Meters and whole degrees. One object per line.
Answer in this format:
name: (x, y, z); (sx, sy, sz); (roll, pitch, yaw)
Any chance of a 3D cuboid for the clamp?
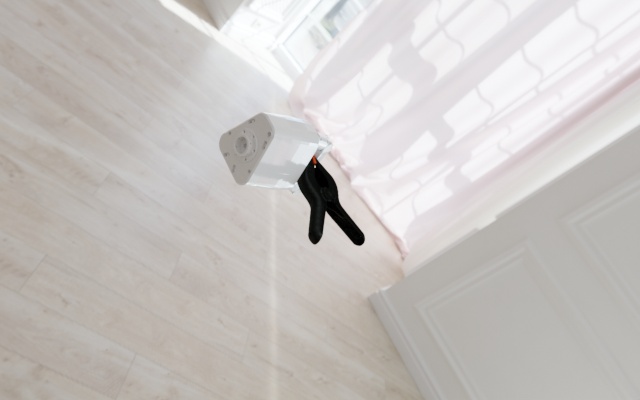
clamp: (0.001, 0.002, 0.772); (0.039, 0.171, 0.120); (-39, -22, 28)
